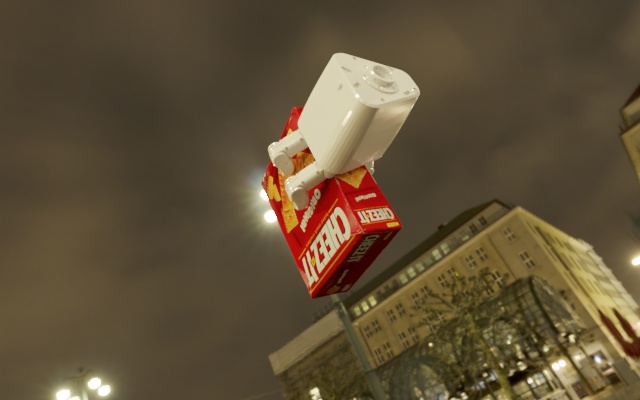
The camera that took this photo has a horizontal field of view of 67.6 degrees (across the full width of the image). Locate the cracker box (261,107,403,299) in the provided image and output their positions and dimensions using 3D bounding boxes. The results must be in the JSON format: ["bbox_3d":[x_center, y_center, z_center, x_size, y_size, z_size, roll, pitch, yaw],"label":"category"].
[{"bbox_3d":[0.000,0.002,0.663,0.072,0.213,0.164,-6,-35,-32],"label":"cracker box"}]
